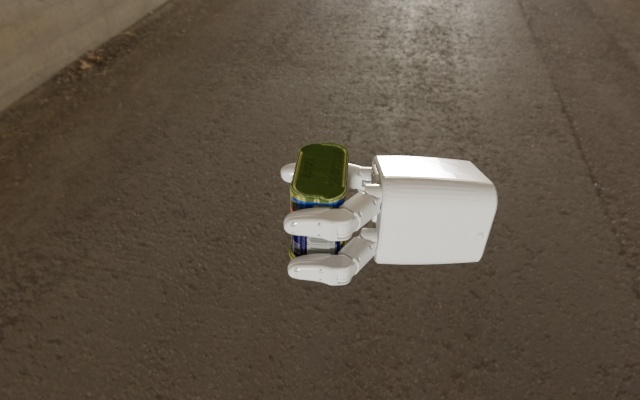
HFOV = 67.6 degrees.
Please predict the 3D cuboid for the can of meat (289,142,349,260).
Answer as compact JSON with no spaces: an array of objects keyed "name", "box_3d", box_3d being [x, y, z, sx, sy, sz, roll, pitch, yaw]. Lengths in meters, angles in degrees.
[{"name":"can of meat","box_3d":[0.000,0.001,0.480,0.057,0.084,0.102,4,38,3]}]
